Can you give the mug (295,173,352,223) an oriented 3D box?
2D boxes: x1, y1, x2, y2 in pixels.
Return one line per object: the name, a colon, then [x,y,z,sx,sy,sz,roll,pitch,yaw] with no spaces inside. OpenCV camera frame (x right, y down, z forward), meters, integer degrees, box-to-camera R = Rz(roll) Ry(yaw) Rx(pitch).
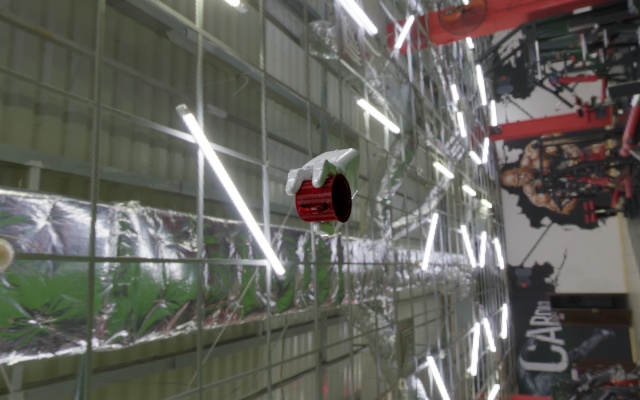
mug: [-0.001,0.004,0.897,0.081,0.093,0.117,-5,18,27]
